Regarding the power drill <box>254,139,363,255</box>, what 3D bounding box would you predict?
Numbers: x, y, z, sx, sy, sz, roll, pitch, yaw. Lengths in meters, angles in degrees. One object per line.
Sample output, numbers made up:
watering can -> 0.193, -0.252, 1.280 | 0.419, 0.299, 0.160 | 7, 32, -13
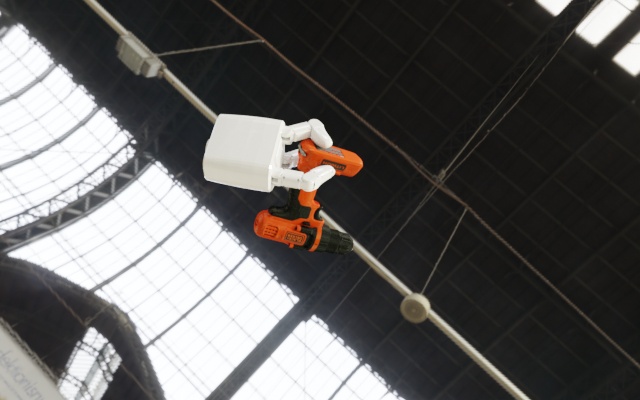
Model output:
power drill -> 0.000, 0.002, 0.807 | 0.184, 0.188, 0.057 | 15, 22, -22
